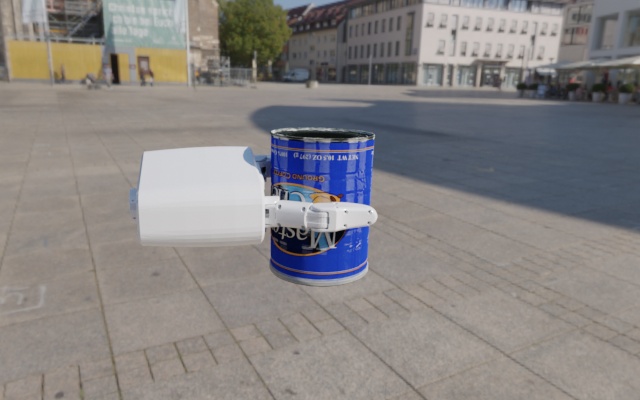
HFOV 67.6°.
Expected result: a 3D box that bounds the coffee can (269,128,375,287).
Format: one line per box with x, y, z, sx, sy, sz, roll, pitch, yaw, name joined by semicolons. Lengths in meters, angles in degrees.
0.000;0.002;0.482;0.103;0.140;0.102;2;14;0;coffee can
